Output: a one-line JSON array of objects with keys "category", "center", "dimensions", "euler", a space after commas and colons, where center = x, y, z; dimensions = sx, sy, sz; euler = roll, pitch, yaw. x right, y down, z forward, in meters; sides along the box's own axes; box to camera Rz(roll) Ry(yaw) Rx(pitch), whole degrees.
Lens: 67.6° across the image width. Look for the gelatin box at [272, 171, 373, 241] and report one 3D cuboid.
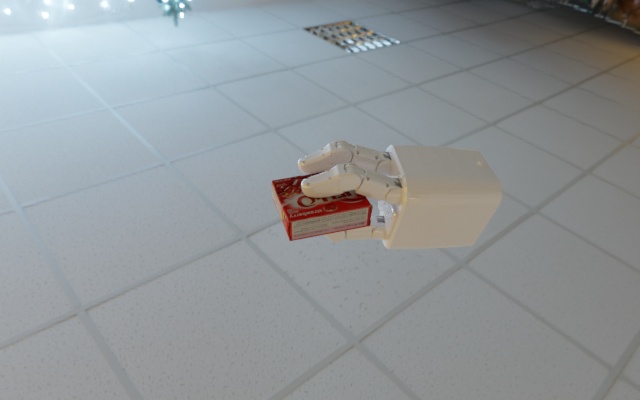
[{"category": "gelatin box", "center": [0.000, 0.002, 0.499], "dimensions": [0.089, 0.030, 0.073], "euler": [-10, 39, -14]}]
